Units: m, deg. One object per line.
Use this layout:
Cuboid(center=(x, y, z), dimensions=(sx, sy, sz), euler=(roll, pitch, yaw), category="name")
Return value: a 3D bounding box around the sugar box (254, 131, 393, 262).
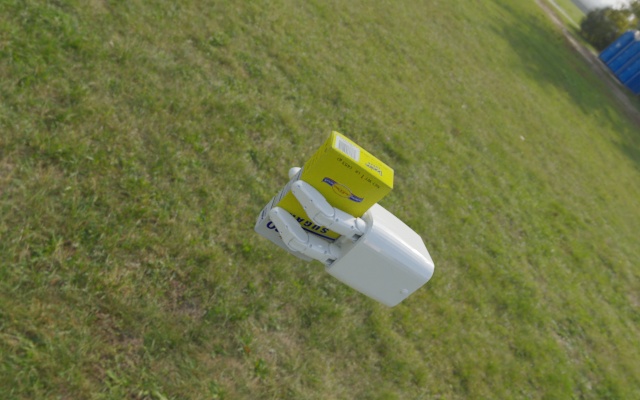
Cuboid(center=(0.000, 0.002, 0.607), dimensions=(0.093, 0.176, 0.048), euler=(33, 35, -16), category="sugar box")
